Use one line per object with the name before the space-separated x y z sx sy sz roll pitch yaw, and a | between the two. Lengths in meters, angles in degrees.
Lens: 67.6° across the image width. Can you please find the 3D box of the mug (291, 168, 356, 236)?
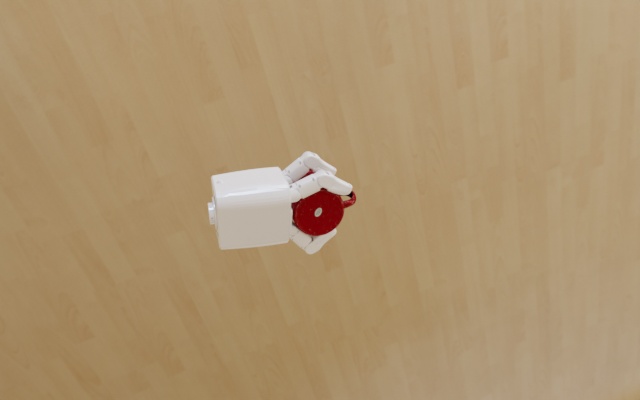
mug | 0.002 0.002 0.760 0.117 0.093 0.081 -7 26 -14
